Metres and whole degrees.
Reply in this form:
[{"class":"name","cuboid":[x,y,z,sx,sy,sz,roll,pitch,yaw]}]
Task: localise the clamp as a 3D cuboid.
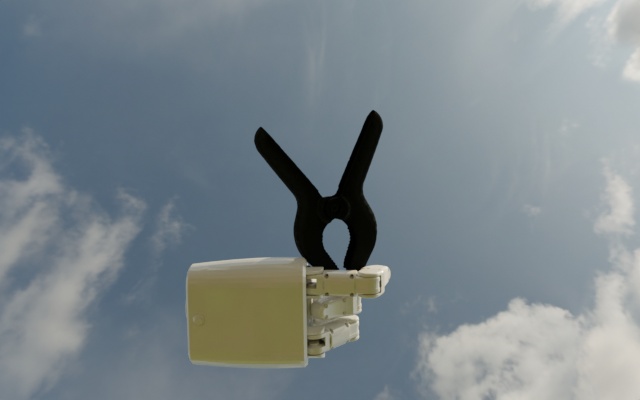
[{"class":"clamp","cuboid":[0.000,0.002,0.448,0.120,0.171,0.039,-1,1,-2]}]
